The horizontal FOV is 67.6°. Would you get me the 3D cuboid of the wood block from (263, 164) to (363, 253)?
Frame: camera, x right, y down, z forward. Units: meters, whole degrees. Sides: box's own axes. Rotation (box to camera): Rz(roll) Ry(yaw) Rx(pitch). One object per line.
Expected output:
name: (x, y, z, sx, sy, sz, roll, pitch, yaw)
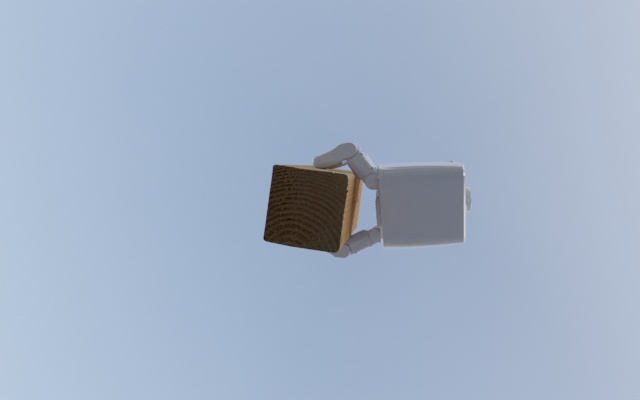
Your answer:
wood block: (0.000, 0.002, 0.631, 0.090, 0.091, 0.206, 8, 5, 9)
